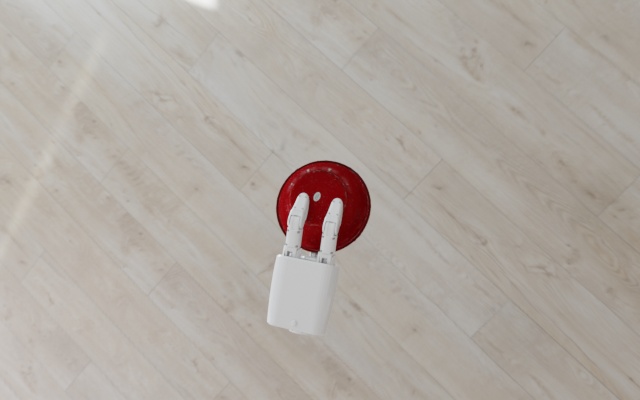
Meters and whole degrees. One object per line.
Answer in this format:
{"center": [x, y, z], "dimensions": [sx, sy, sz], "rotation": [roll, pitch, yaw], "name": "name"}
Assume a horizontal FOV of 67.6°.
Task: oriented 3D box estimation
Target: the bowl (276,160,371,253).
{"center": [0.000, 0.001, 0.777], "dimensions": [0.162, 0.162, 0.055], "rotation": [0, -15, 9], "name": "bowl"}
